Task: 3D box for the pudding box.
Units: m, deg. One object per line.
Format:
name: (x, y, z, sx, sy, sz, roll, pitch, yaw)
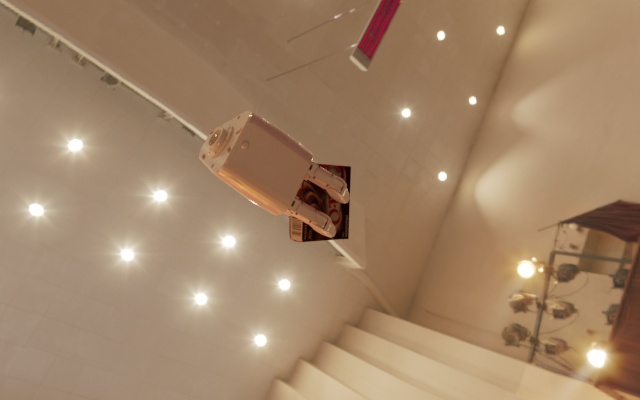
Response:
pudding box: (0.000, 0.002, 0.701, 0.090, 0.113, 0.039, 0, 5, -39)
